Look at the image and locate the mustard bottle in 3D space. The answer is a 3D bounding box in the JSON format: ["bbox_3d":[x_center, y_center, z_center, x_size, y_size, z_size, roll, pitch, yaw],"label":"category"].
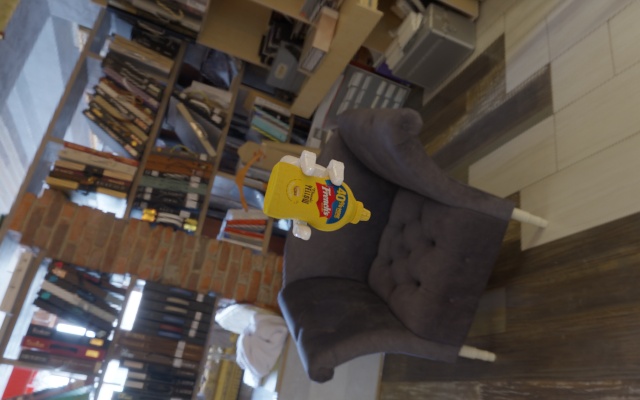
[{"bbox_3d":[0.000,0.003,0.850,0.191,0.096,0.058,17,-15,-17],"label":"mustard bottle"}]
